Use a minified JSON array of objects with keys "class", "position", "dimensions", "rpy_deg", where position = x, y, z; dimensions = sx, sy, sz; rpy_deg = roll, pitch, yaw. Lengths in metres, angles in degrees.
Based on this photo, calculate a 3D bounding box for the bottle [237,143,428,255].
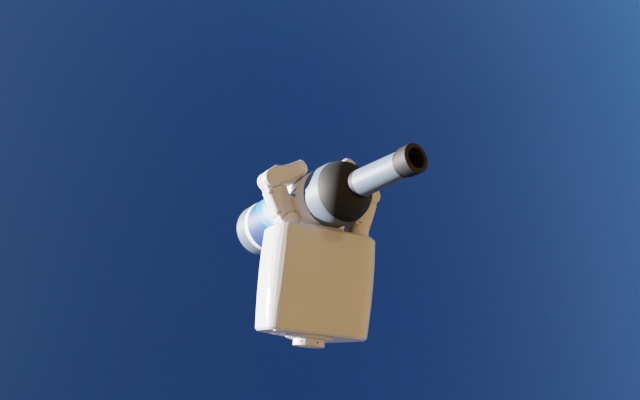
[{"class":"bottle","position":[0.000,0.002,0.521],"dimensions":[0.069,0.069,0.296],"rpy_deg":[0,-15,-35]}]
